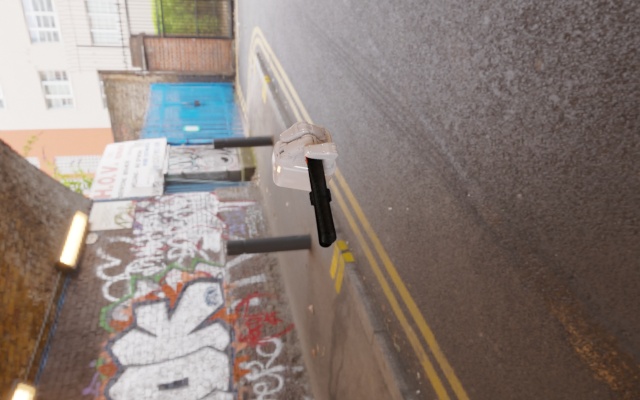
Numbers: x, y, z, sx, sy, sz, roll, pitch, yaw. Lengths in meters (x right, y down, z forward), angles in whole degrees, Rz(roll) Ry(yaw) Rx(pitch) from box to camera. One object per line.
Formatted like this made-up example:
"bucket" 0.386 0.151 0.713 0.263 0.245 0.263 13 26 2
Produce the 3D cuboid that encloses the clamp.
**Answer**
"clamp" 0.000 0.003 0.824 0.039 0.171 0.120 -5 -17 -9
